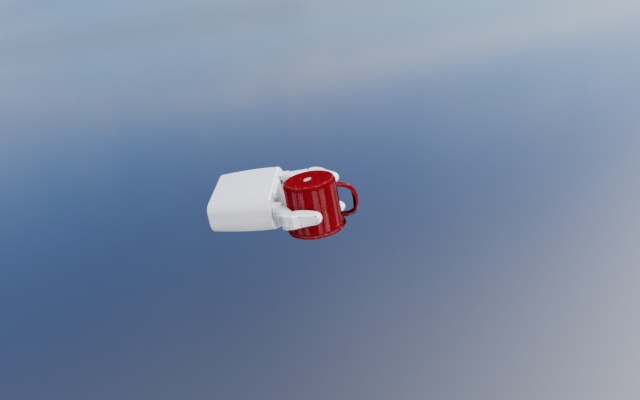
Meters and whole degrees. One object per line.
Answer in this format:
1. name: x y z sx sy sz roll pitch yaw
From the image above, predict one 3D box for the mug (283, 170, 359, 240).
1. mug: 0.001 0.002 0.737 0.117 0.081 0.093 -7 22 9
